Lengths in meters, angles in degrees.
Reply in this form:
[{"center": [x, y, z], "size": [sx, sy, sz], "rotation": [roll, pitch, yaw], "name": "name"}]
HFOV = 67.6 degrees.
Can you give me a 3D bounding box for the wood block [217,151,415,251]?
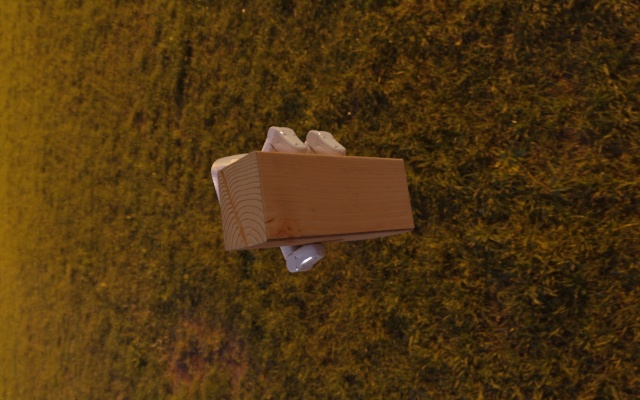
[{"center": [0.000, 0.002, 0.543], "size": [0.206, 0.091, 0.090], "rotation": [-2, -10, -38], "name": "wood block"}]
